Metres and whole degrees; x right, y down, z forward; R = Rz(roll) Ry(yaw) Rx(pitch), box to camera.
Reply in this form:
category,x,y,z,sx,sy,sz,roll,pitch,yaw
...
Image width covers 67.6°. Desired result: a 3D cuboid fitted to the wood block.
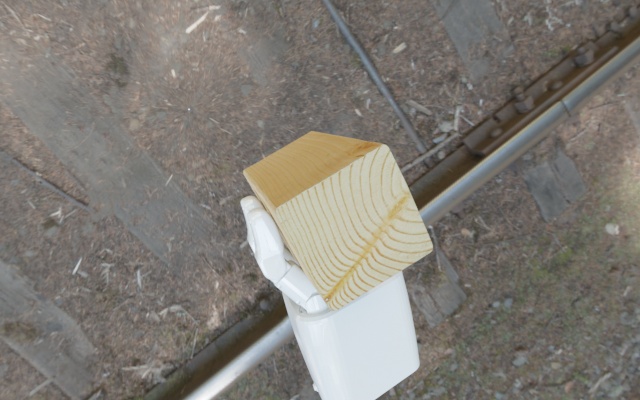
category,x,y,z,sx,sy,sz,roll,pitch,yaw
wood block,0.001,0.002,0.425,0.091,0.090,0.206,-30,17,-8
